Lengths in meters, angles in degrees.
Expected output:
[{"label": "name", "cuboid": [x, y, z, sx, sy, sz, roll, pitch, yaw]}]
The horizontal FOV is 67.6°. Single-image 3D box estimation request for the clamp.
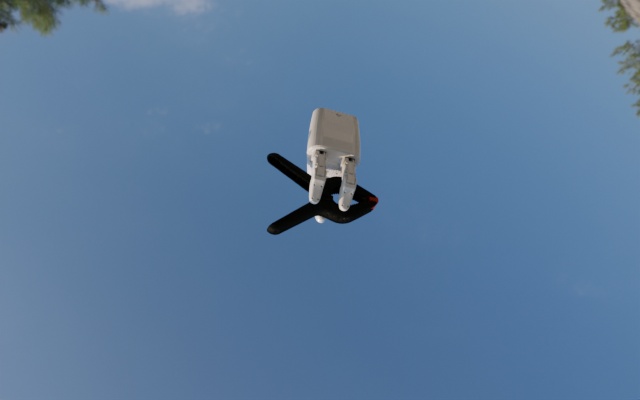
[{"label": "clamp", "cuboid": [0.000, 0.003, 0.840, 0.210, 0.164, 0.036, 12, -35, -12]}]
